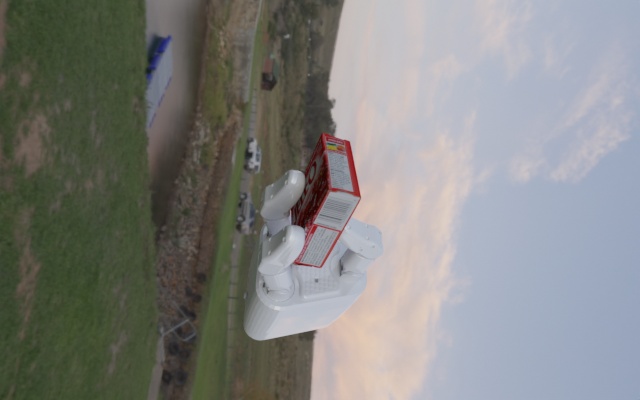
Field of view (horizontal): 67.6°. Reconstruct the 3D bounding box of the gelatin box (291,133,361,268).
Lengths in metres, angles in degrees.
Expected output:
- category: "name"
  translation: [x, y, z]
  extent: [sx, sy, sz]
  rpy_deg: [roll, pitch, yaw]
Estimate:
- category: "gelatin box"
  translation: [0.001, 0.001, 0.401]
  extent: [0.030, 0.089, 0.073]
  rpy_deg: [13, 40, -16]
